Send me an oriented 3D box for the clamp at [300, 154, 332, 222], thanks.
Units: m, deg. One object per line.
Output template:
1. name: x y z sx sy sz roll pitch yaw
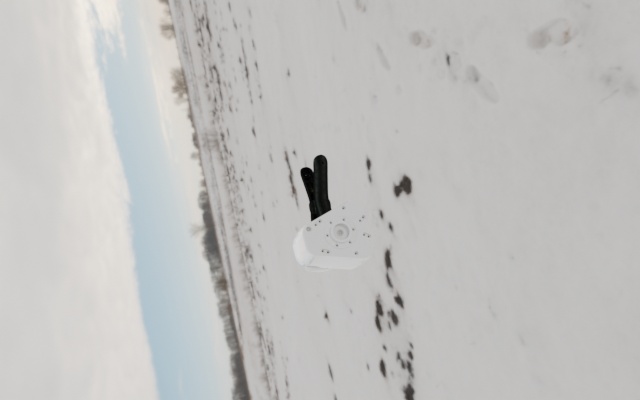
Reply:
1. clamp: 0.000 0.003 0.854 0.039 0.171 0.120 -12 -13 -12
